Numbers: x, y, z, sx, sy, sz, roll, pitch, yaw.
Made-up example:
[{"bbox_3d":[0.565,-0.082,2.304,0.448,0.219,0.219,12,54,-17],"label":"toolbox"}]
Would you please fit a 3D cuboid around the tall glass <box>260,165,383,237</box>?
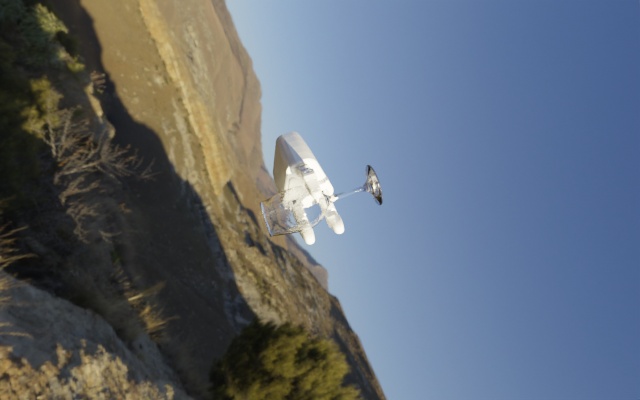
[{"bbox_3d":[0.001,0.003,0.820,0.201,0.079,0.079,-18,2,-8],"label":"tall glass"}]
